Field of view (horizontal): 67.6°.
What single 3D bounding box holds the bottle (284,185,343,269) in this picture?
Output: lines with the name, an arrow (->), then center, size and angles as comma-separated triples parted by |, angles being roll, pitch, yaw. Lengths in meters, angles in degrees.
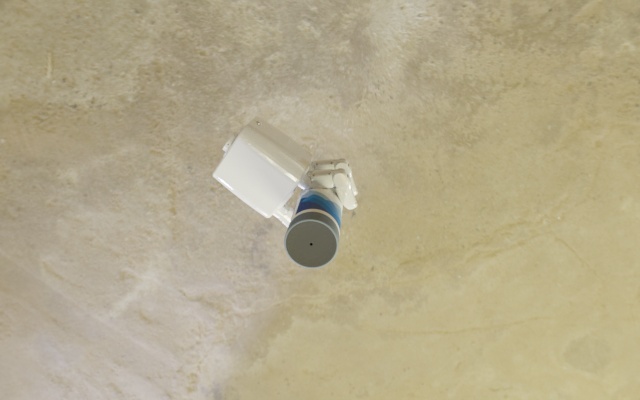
bottle -> 0.000, 0.002, 0.711 | 0.069, 0.069, 0.295 | 0, 20, 5
